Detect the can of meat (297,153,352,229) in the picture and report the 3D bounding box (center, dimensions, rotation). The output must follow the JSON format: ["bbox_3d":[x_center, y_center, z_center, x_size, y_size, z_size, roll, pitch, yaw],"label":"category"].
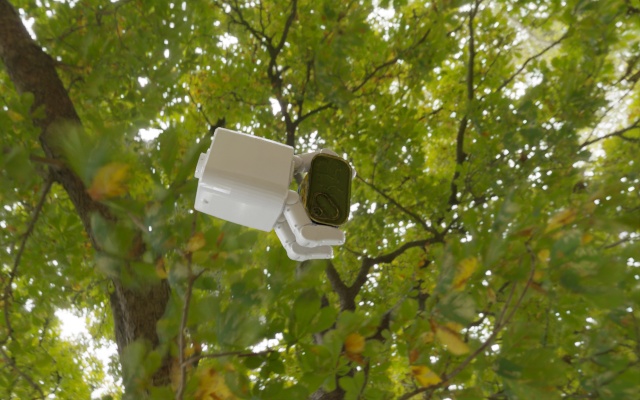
[{"bbox_3d":[0.000,0.002,0.644,0.057,0.102,0.084,12,-30,-13],"label":"can of meat"}]
